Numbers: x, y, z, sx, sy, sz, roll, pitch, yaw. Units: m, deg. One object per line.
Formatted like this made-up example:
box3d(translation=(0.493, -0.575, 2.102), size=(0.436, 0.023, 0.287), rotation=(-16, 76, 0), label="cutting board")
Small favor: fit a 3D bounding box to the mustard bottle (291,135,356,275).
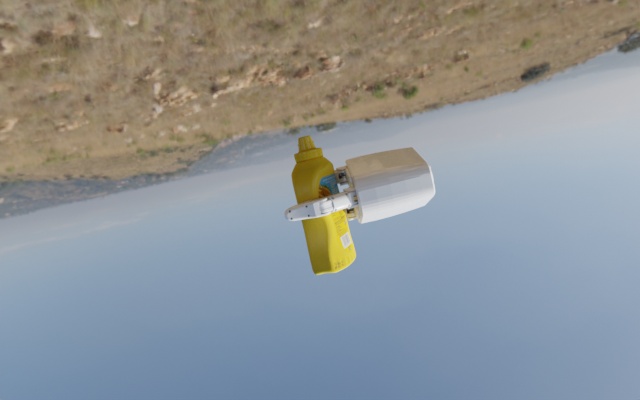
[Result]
box3d(translation=(0.000, 0.003, 0.684), size=(0.058, 0.191, 0.096), rotation=(-11, 7, 25), label="mustard bottle")
